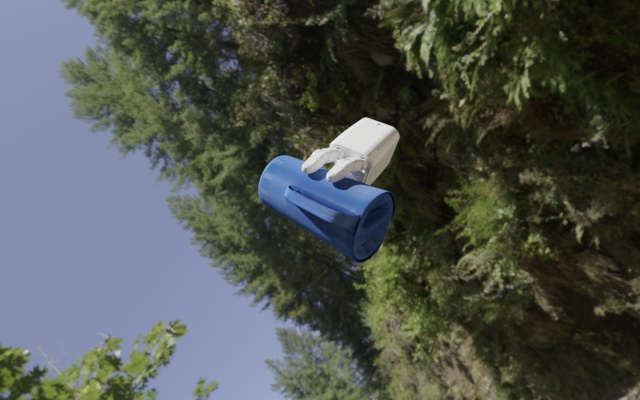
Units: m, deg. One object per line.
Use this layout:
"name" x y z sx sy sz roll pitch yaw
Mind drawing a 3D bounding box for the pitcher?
"pitcher" 0.000 0.003 0.868 0.242 0.149 0.145 25 54 30
